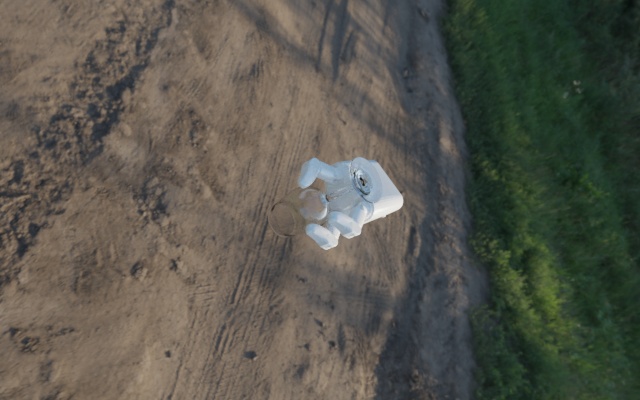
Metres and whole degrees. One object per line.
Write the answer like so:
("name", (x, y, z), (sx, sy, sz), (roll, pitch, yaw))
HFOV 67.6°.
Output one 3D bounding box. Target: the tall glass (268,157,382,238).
("tall glass", (0.000, 0.002, 0.777), (0.201, 0.079, 0.079), (-26, -17, 39))
